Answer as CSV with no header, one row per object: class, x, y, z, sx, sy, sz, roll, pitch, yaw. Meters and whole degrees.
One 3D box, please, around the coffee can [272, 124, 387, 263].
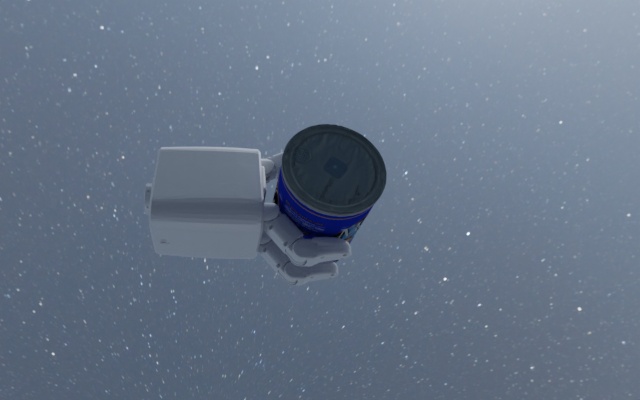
coffee can,0.000,0.002,0.512,0.103,0.102,0.140,0,-30,-14
